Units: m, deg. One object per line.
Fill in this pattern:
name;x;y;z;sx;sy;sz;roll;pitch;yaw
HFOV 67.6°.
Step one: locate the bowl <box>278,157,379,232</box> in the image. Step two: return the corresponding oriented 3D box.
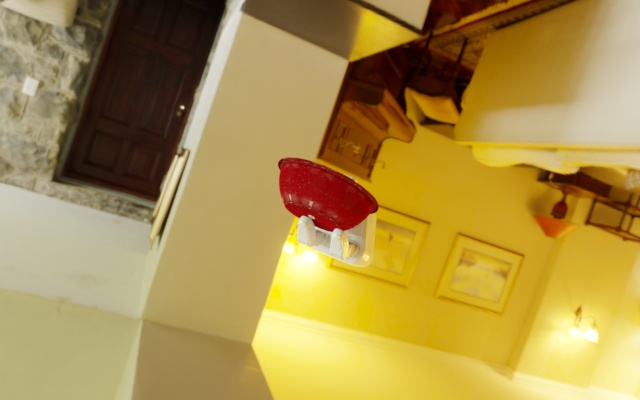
bowl;-0.001;0.002;0.691;0.162;0.055;0.162;24;-15;7
